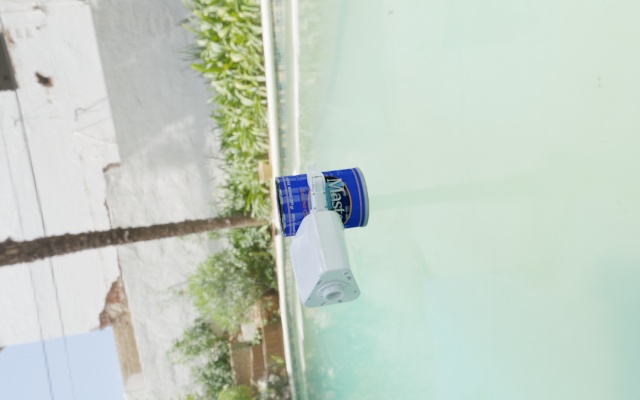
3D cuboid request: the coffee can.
[{"bbox_3d":[0.000,0.002,0.796,0.140,0.103,0.103,-7,1,-9],"label":"coffee can"}]
